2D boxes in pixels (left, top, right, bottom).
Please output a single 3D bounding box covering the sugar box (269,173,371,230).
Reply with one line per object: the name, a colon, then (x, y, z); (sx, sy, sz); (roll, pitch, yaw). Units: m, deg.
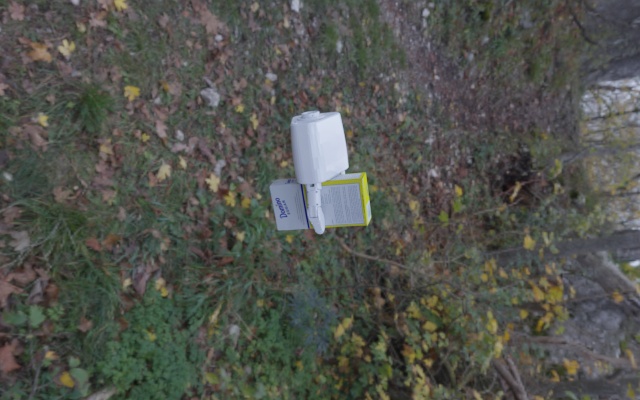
sugar box: (0.000, 0.003, 0.885); (0.176, 0.093, 0.048); (-2, 19, 17)
